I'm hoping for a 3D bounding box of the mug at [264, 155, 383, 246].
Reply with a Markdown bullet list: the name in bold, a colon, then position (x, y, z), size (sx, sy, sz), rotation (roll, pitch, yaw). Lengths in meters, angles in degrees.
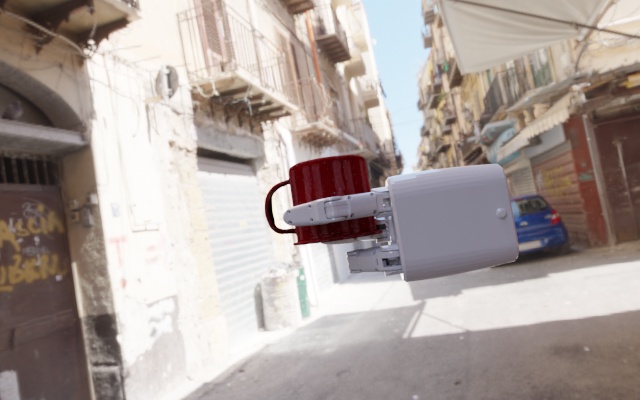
- **mug**: position (-0.001, 0.002, 0.495), size (0.117, 0.081, 0.093), rotation (-8, -3, 2)
